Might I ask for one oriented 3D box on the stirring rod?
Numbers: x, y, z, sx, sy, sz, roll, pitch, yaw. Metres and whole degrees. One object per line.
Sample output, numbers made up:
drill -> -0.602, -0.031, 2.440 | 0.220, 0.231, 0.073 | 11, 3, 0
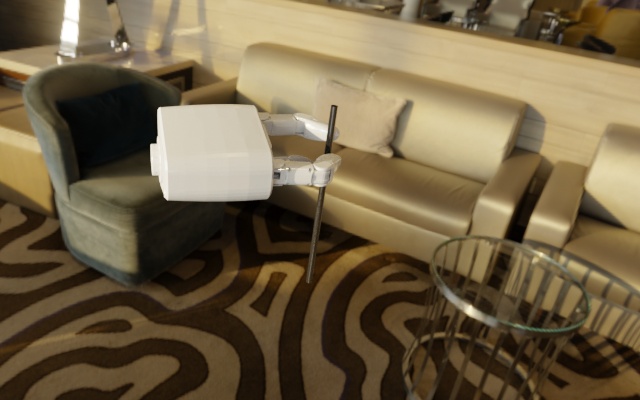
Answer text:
stirring rod -> 0.000, 0.002, 0.579 | 0.011, 0.240, 0.011 | 7, 28, -3
